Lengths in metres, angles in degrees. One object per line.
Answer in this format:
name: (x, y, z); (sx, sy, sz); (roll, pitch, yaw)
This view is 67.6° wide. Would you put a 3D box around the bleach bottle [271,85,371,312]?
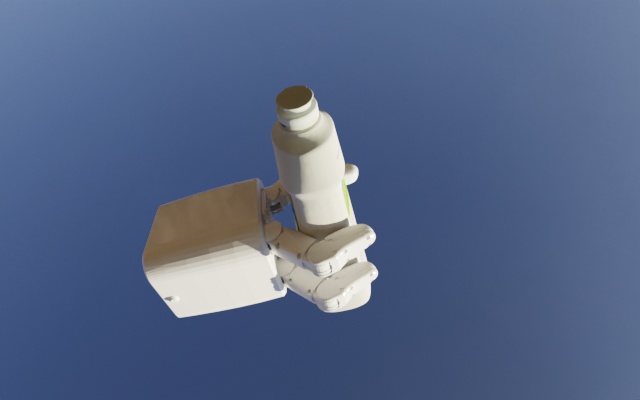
bleach bottle: (0.000, 0.002, 0.443); (0.068, 0.102, 0.251); (-13, -43, 1)
